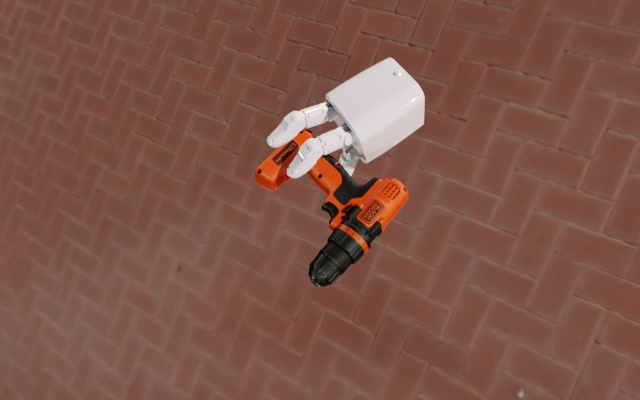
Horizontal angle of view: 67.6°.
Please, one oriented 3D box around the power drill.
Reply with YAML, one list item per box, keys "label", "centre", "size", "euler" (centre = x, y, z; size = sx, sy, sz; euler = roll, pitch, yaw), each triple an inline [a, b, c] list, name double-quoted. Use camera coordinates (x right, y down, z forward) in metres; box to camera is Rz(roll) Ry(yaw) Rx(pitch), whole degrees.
- label: "power drill"
  centre: [0.000, 0.002, 0.662]
  size: [0.187, 0.184, 0.057]
  euler: [39, -19, 13]
